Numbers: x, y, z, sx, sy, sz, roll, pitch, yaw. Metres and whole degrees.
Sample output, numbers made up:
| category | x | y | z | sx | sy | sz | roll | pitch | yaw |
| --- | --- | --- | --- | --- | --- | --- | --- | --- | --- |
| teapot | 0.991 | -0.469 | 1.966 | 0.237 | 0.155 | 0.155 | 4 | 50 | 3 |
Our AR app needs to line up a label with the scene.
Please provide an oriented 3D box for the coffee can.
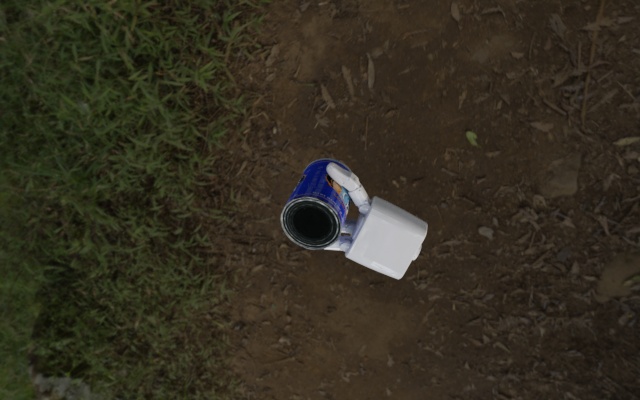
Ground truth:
| category | x | y | z | sx | sy | sz | roll | pitch | yaw |
| --- | --- | --- | --- | --- | --- | --- | --- | --- | --- |
| coffee can | 0.000 | 0.002 | 0.827 | 0.103 | 0.103 | 0.140 | 0 | 31 | 16 |
